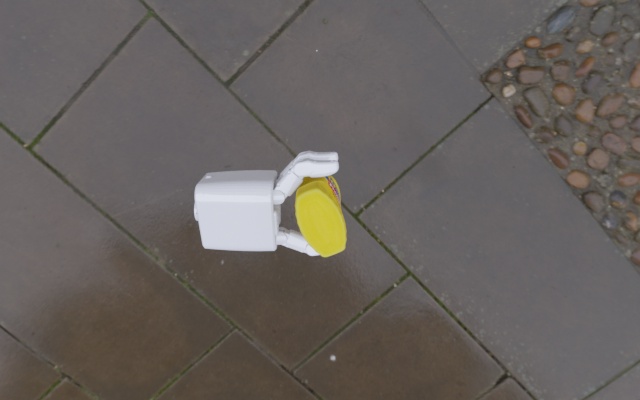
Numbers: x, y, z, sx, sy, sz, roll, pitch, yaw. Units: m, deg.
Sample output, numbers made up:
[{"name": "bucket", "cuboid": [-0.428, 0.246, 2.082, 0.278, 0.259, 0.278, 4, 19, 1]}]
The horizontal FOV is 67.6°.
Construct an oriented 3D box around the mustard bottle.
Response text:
[{"name": "mustard bottle", "cuboid": [0.000, 0.002, 0.695, 0.058, 0.096, 0.191, -23, 16, 7]}]
